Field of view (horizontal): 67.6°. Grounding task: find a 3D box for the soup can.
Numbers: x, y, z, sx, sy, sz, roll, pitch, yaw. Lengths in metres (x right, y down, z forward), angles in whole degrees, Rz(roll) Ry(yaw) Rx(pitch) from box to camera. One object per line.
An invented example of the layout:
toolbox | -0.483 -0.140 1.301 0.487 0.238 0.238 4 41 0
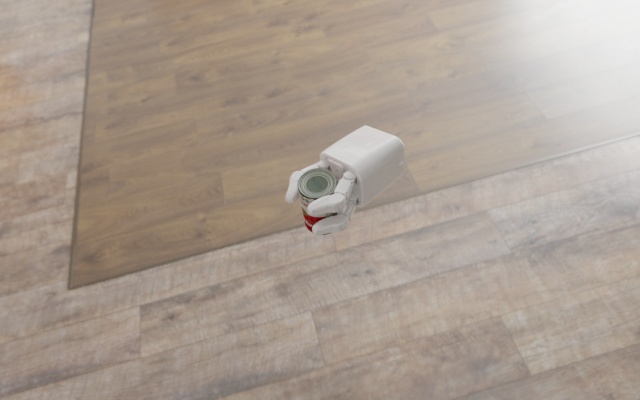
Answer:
soup can | 0.000 0.003 0.810 0.068 0.068 0.102 0 -38 8
